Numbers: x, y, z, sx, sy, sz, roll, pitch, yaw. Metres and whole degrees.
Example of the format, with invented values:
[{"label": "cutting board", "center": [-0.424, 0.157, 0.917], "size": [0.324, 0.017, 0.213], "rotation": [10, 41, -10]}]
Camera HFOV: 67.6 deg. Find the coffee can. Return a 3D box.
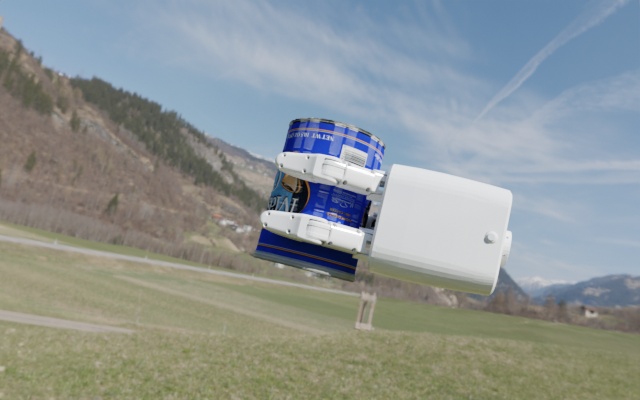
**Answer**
[{"label": "coffee can", "center": [0.000, 0.002, 0.481], "size": [0.103, 0.140, 0.103], "rotation": [14, -8, 2]}]
